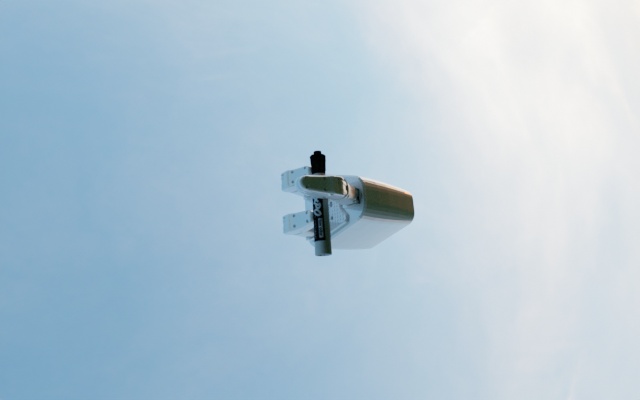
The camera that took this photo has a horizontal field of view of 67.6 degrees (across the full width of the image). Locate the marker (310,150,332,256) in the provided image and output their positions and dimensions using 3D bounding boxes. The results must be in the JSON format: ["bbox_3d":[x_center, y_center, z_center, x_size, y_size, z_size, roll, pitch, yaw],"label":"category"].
[{"bbox_3d":[0.000,0.002,0.538,0.020,0.121,0.020,-3,-14,-1],"label":"marker"}]
